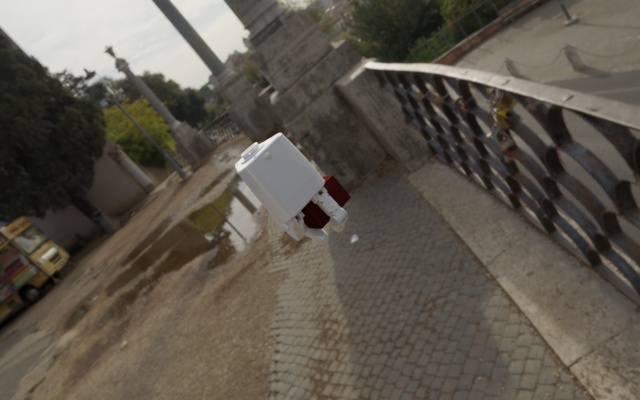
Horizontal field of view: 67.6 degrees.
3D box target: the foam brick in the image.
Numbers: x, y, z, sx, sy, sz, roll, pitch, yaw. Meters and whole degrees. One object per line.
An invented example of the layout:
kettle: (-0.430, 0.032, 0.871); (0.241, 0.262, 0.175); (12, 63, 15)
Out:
foam brick: (0.000, 0.002, 0.790); (0.078, 0.051, 0.053); (-47, 18, -20)
